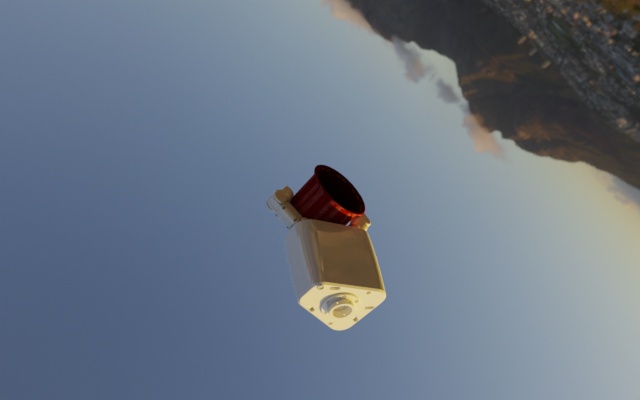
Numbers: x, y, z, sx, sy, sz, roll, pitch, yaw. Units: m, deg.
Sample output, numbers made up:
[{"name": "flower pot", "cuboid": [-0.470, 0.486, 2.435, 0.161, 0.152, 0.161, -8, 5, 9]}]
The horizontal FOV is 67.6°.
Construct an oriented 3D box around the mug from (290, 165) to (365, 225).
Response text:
[{"name": "mug", "cuboid": [0.000, 0.001, 0.686, 0.093, 0.117, 0.081, 27, -60, -33]}]
